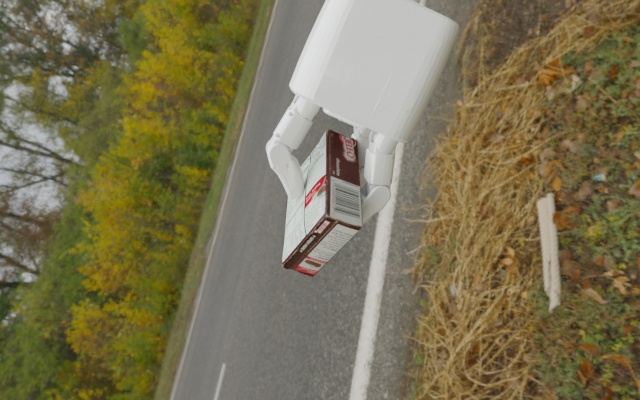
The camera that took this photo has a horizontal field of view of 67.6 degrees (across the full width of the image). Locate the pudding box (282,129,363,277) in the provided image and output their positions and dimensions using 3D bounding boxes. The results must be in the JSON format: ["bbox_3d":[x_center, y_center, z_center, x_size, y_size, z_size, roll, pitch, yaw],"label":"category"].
[{"bbox_3d":[0.000,0.001,0.456,0.039,0.113,0.090,21,-45,-19],"label":"pudding box"}]
